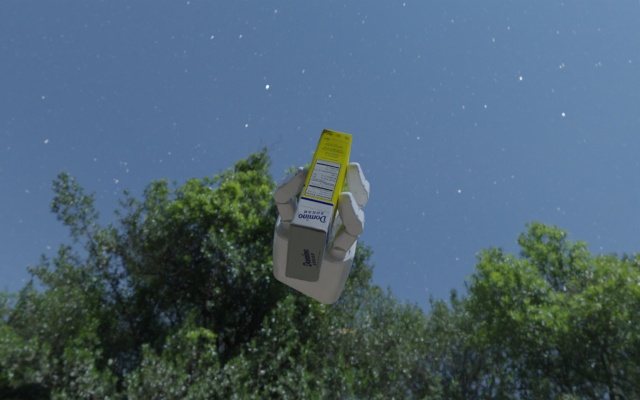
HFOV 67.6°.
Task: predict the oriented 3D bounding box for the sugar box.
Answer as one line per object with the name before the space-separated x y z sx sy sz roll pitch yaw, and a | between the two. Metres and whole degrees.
sugar box | 0.001 0.002 0.578 0.048 0.093 0.176 11 45 2
